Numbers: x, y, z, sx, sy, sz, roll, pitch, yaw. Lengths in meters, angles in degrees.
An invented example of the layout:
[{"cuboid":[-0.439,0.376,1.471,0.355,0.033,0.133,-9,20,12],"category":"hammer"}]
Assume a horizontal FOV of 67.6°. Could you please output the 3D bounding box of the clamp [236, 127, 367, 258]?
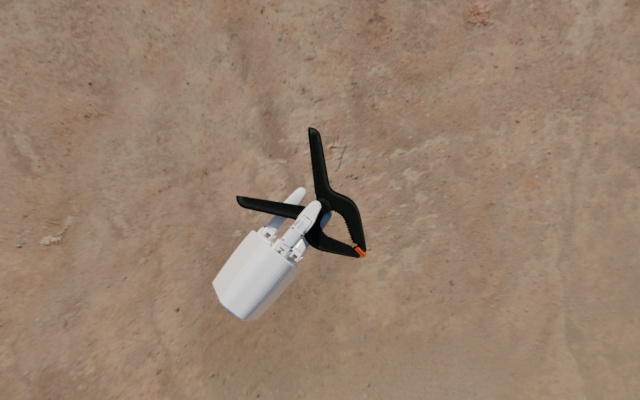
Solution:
[{"cuboid":[0.000,0.003,0.735,0.210,0.164,0.036,40,-3,-5],"category":"clamp"}]
